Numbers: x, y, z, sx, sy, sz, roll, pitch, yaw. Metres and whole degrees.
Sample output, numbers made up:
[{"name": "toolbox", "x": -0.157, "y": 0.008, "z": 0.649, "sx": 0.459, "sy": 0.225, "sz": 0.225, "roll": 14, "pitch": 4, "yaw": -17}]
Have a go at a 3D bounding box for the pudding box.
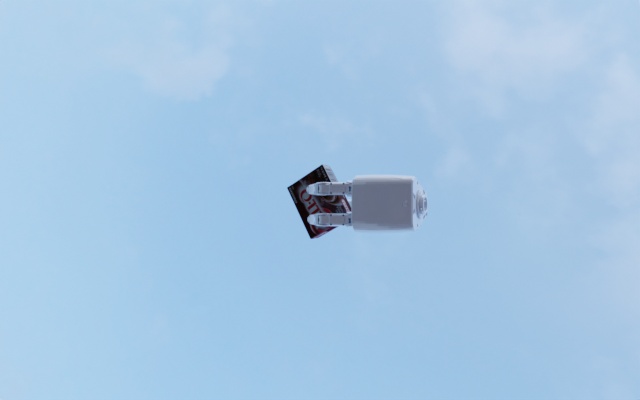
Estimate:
[{"name": "pudding box", "x": 0.000, "y": 0.003, "z": 0.891, "sx": 0.090, "sy": 0.113, "sz": 0.039, "roll": -32, "pitch": -16, "yaw": 25}]
